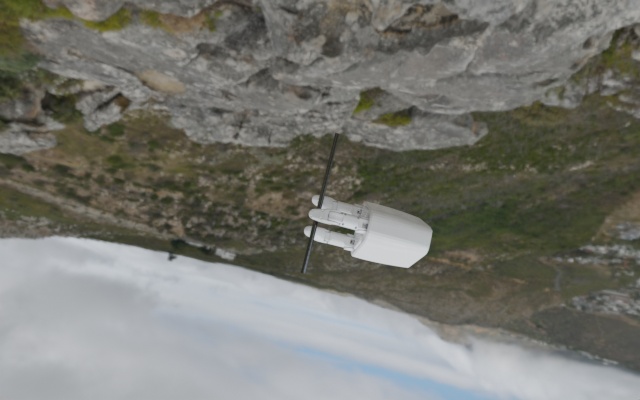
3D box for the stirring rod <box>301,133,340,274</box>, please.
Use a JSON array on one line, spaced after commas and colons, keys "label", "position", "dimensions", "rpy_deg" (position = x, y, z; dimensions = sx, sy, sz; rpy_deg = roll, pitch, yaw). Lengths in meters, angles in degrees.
[{"label": "stirring rod", "position": [0.000, 0.003, 0.792], "dimensions": [0.011, 0.239, 0.011], "rpy_deg": [14, -8, 2]}]
